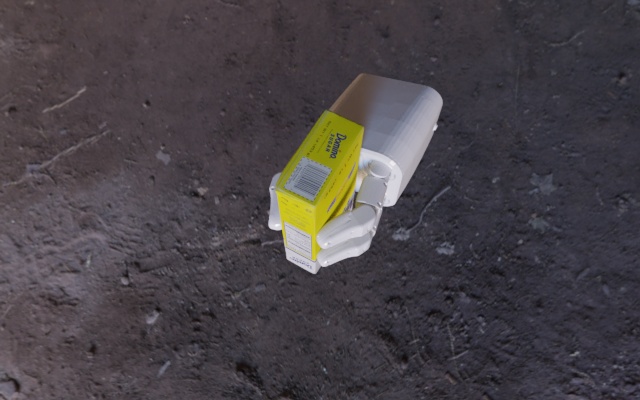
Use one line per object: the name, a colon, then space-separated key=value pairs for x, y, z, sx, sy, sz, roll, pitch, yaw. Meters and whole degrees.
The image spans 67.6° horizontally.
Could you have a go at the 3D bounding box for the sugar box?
sugar box: x=0.001 y=0.002 z=0.479 sx=0.048 sy=0.093 sz=0.176 roll=26 pitch=-23 yaw=15
